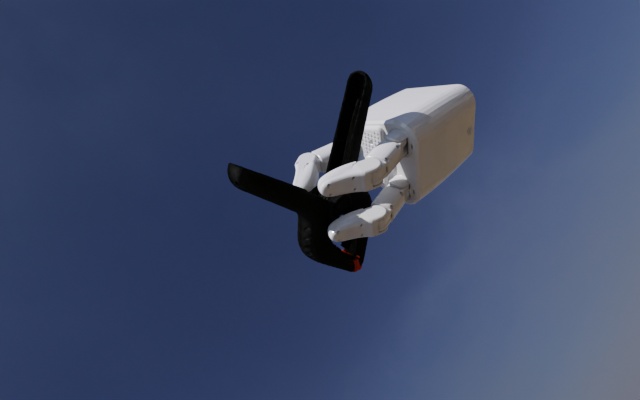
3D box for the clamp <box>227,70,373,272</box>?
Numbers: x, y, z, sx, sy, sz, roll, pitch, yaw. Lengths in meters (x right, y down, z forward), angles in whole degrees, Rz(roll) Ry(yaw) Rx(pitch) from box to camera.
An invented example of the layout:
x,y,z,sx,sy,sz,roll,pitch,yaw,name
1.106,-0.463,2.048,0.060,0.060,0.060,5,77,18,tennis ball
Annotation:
x,y,z,sx,sy,sz,roll,pitch,yaw,name
0.000,0.002,0.465,0.164,0.210,0.036,-34,42,-28,clamp
